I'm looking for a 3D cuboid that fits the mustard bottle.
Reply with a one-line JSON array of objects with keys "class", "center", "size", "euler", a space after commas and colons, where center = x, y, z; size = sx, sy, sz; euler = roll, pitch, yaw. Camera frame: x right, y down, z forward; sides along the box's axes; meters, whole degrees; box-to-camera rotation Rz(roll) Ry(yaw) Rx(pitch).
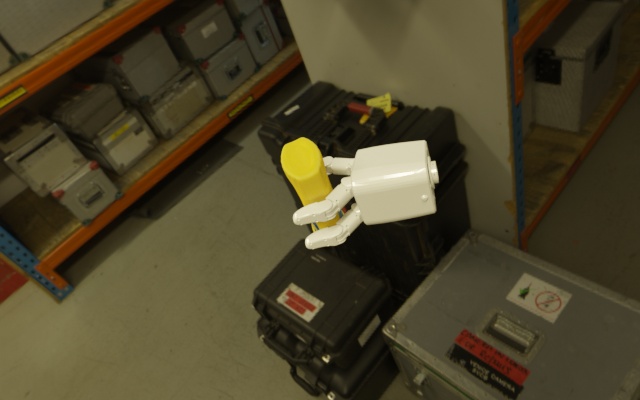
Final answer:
[{"class": "mustard bottle", "center": [0.000, 0.002, 0.732], "size": [0.058, 0.192, 0.096], "euler": [-25, 42, -1]}]
